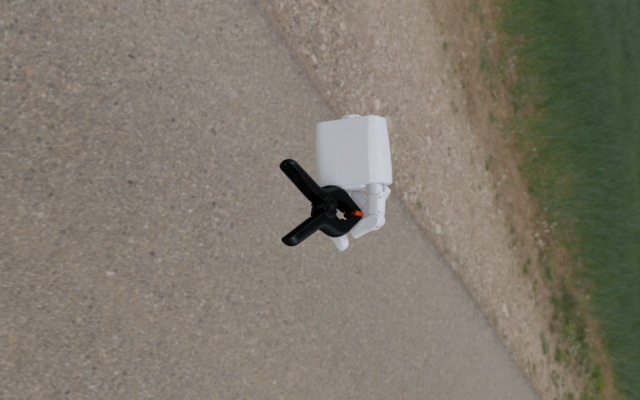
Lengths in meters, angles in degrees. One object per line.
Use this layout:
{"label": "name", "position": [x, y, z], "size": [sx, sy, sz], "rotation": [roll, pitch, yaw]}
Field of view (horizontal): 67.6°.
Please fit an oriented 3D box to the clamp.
{"label": "clamp", "position": [0.001, 0.002, 0.697], "size": [0.039, 0.120, 0.171], "rotation": [-6, -4, 37]}
